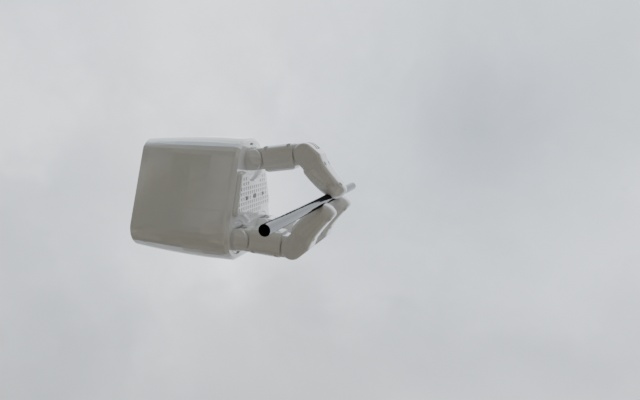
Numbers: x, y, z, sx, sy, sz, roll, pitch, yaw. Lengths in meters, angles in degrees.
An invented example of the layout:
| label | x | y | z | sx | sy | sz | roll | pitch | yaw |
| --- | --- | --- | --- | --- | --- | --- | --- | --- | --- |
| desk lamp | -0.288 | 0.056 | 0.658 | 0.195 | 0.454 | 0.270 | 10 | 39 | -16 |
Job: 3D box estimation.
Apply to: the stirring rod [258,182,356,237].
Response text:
| label | x | y | z | sx | sy | sz | roll | pitch | yaw |
| --- | --- | --- | --- | --- | --- | --- | --- | --- | --- |
| stirring rod | 0.000 | 0.001 | 0.406 | 0.011 | 0.011 | 0.239 | 0 | 8 | 17 |
